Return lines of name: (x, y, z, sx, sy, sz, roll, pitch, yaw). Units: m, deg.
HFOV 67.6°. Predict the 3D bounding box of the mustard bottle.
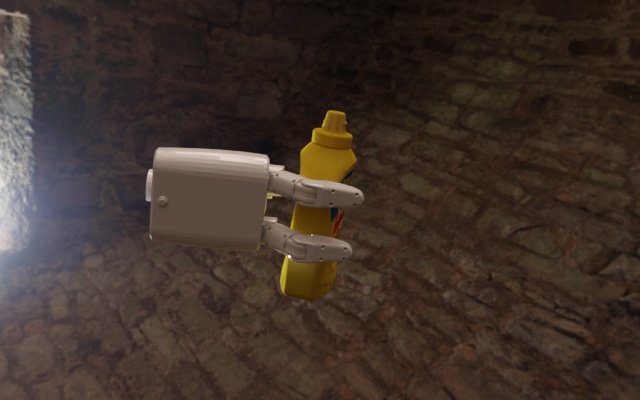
mustard bottle: (0.000, 0.002, 0.506, 0.058, 0.192, 0.096, 13, 17, 11)
